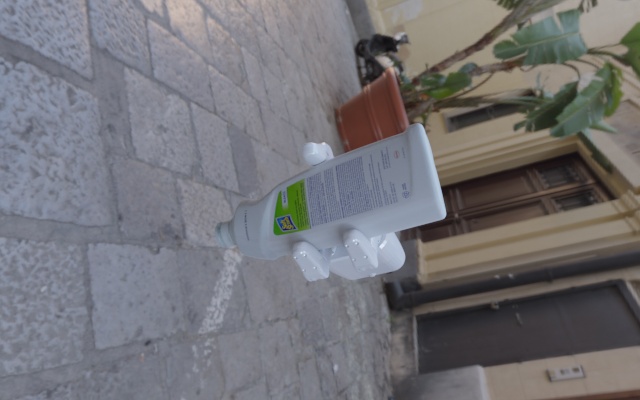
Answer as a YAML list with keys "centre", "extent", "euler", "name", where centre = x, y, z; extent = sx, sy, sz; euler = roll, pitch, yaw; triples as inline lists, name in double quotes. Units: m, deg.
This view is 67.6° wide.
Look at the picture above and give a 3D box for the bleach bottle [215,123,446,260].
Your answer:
- centre: [0.000, 0.002, 0.520]
  extent: [0.251, 0.102, 0.068]
  euler: [-15, -27, 17]
  name: "bleach bottle"
